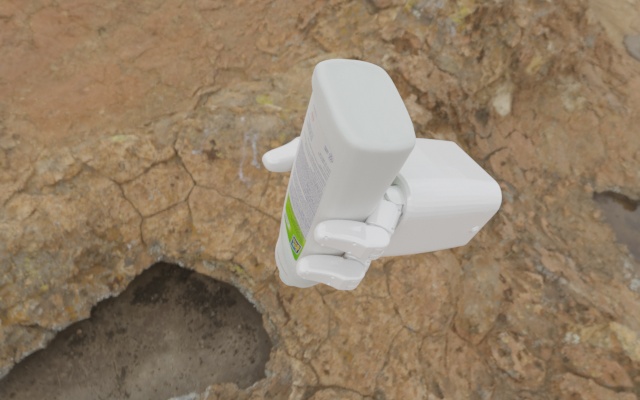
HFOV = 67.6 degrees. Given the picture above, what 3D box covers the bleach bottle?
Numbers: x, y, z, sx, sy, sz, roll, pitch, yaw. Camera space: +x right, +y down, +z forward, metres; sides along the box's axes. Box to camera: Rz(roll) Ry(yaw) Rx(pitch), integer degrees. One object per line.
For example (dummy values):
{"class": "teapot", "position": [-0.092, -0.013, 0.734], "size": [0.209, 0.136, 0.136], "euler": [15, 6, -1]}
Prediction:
{"class": "bleach bottle", "position": [0.000, 0.002, 0.445], "size": [0.068, 0.102, 0.251], "euler": [-2, -36, -22]}
